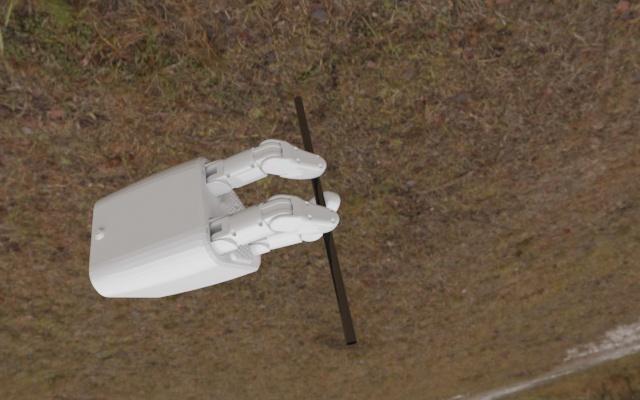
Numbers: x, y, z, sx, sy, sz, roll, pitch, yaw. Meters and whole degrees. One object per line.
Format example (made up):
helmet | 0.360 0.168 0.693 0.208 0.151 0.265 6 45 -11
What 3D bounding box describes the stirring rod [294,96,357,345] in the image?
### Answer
stirring rod | 0.000 0.001 0.401 0.011 0.239 0.011 -9 -32 -6
